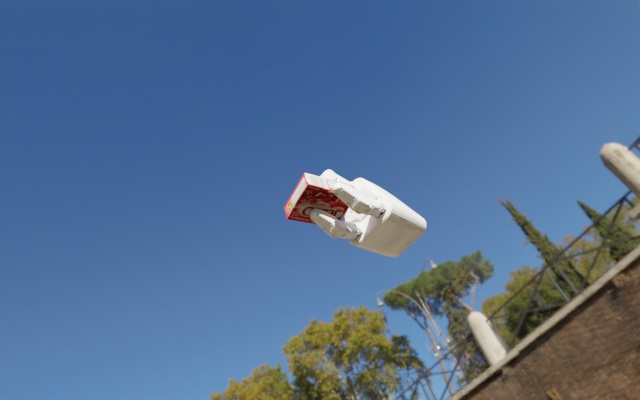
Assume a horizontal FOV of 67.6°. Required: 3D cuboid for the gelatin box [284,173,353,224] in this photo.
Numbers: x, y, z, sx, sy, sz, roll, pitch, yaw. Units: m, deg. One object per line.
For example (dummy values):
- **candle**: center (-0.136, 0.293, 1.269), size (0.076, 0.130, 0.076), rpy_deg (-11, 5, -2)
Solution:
- **gelatin box**: center (0.000, 0.002, 0.727), size (0.089, 0.073, 0.030), rpy_deg (13, 37, -29)
